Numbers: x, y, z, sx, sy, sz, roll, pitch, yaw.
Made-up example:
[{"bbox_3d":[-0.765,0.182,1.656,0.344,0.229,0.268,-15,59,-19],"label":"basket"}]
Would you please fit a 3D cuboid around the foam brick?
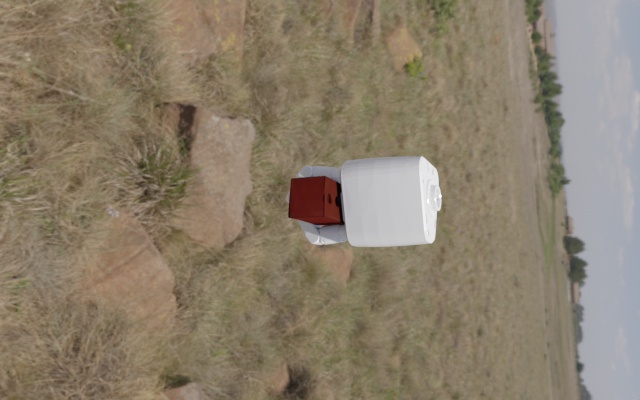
[{"bbox_3d":[0.000,0.002,0.624,0.051,0.053,0.078,-2,-10,27],"label":"foam brick"}]
